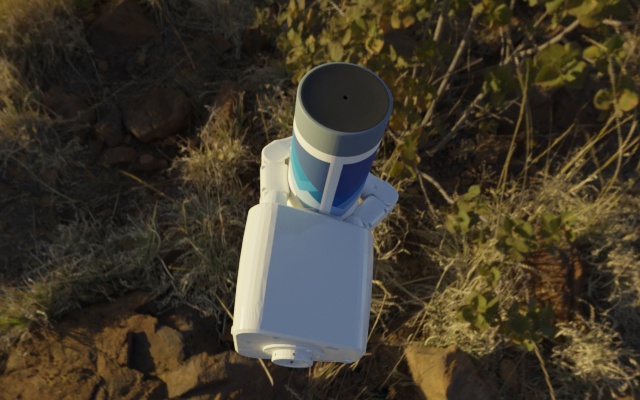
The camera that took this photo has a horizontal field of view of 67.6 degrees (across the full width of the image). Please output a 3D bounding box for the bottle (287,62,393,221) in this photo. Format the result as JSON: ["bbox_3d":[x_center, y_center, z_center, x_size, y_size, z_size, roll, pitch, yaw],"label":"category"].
[{"bbox_3d":[0.000,0.001,0.453,0.069,0.069,0.296,0,-29,-8],"label":"bottle"}]
